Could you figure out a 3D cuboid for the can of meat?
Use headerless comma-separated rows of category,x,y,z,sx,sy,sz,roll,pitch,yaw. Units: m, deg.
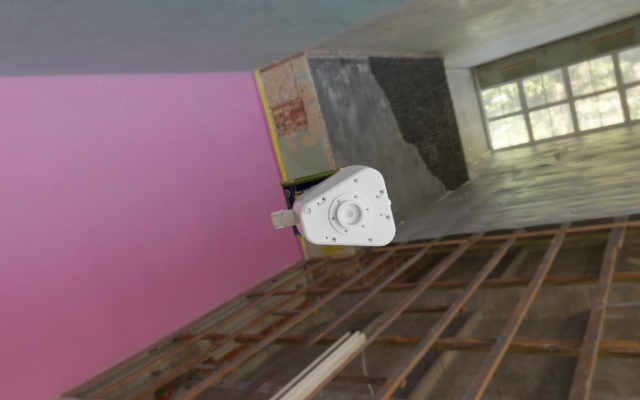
can of meat,0.000,0.003,0.699,0.102,0.084,0.057,-14,4,-9
